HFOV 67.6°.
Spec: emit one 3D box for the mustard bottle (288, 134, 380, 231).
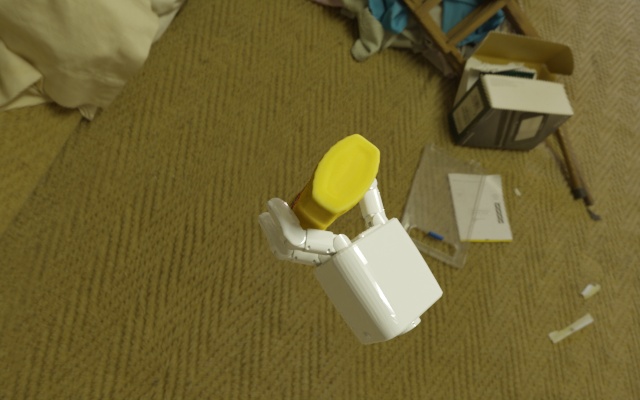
[{"bbox_3d":[0.000,0.002,0.561,0.058,0.096,0.192,35,-26,-3],"label":"mustard bottle"}]
